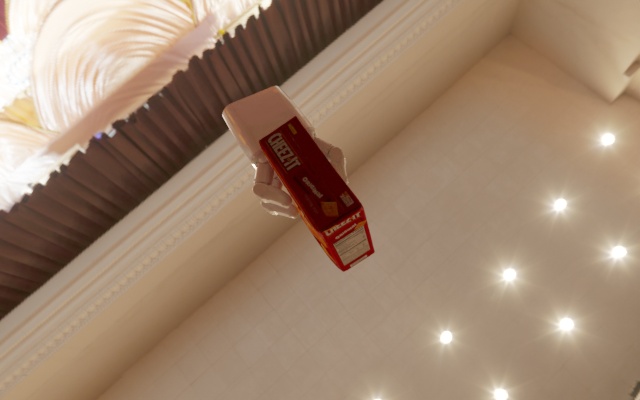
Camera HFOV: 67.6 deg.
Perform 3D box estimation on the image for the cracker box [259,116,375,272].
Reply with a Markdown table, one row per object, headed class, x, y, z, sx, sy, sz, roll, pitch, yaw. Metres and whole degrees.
| class | x | y | z | sx | sy | sz | roll | pitch | yaw |
| --- | --- | --- | --- | --- | --- | --- | --- | --- | --- |
| cracker box | 0.000 | 0.002 | 0.703 | 0.072 | 0.164 | 0.214 | -34 | -24 | -3 |
